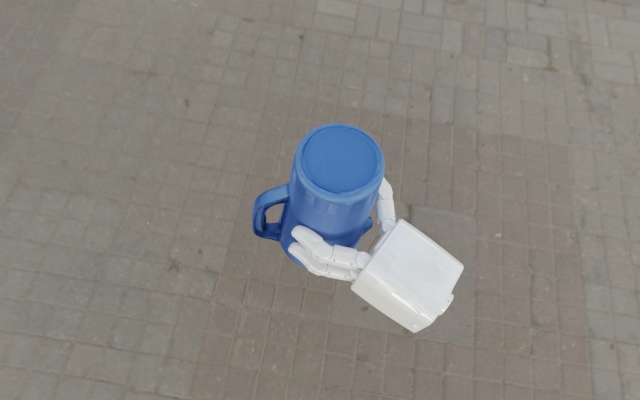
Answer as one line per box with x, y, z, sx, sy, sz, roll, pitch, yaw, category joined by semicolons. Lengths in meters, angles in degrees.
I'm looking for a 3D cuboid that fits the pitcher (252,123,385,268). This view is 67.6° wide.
0.000;0.002;0.658;0.145;0.149;0.243;39;-23;11;pitcher
